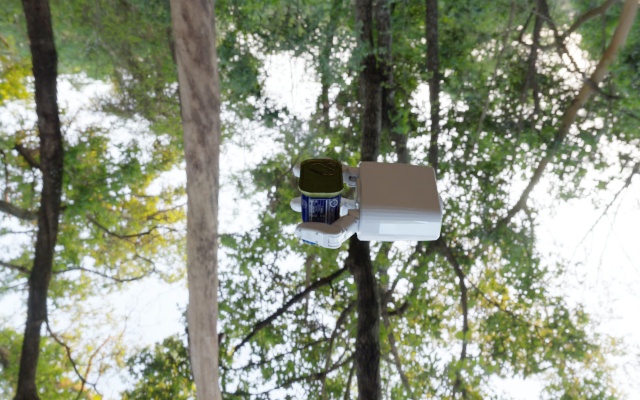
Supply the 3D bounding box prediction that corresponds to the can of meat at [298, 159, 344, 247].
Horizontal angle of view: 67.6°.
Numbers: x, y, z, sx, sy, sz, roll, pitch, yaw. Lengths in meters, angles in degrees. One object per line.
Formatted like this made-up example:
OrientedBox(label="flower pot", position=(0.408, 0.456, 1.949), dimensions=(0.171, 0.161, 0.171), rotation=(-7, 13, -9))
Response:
OrientedBox(label="can of meat", position=(0.000, 0.002, 0.647), dimensions=(0.057, 0.084, 0.102), rotation=(1, 29, -1))
